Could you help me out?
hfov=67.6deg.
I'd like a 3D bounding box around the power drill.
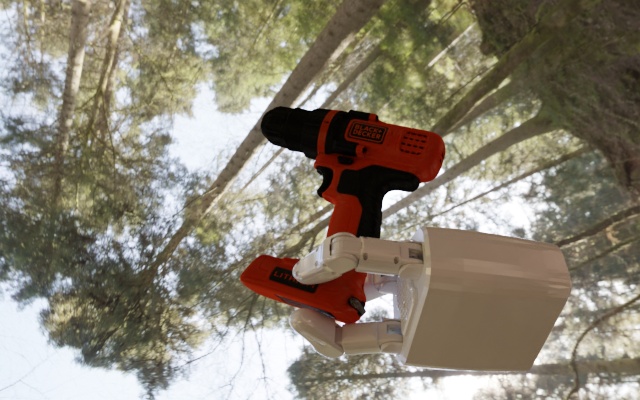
[{"bbox_3d":[0.000,0.002,0.430,0.184,0.187,0.057,14,-19,24],"label":"power drill"}]
